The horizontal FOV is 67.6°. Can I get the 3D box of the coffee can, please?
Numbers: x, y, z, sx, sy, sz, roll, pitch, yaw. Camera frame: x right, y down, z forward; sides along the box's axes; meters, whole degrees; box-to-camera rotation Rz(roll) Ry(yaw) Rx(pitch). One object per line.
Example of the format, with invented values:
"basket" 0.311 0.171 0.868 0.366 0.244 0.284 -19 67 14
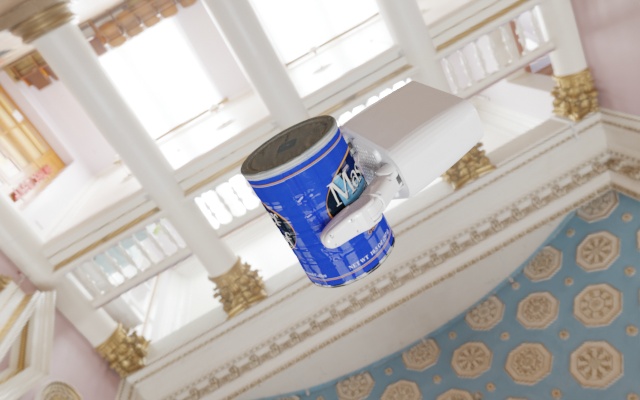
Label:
"coffee can" 0.000 0.002 0.478 0.103 0.140 0.102 -25 24 12
